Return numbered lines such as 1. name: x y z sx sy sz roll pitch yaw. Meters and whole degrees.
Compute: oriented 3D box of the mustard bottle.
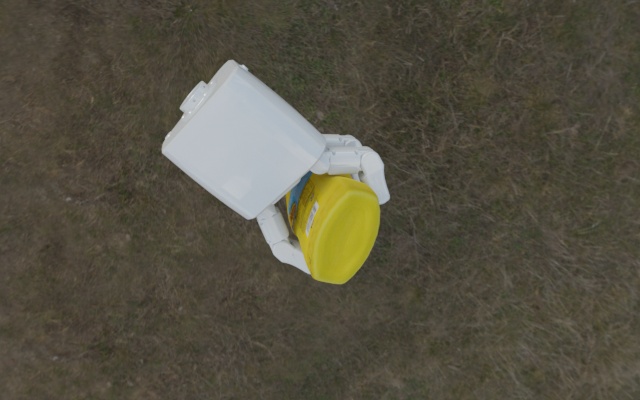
1. mustard bottle: 0.000 0.002 0.510 0.058 0.096 0.191 13 17 -19
